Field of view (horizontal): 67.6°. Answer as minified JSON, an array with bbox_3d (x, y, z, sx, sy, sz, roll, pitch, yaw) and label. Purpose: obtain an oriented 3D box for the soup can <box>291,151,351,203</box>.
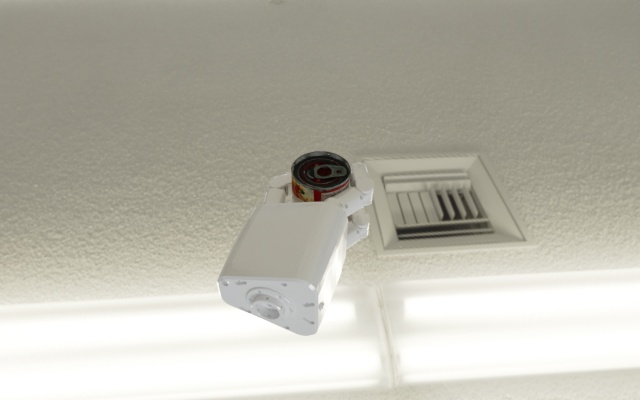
[{"bbox_3d":[0.000,0.002,0.571,0.068,0.102,0.068,1,42,-1],"label":"soup can"}]
